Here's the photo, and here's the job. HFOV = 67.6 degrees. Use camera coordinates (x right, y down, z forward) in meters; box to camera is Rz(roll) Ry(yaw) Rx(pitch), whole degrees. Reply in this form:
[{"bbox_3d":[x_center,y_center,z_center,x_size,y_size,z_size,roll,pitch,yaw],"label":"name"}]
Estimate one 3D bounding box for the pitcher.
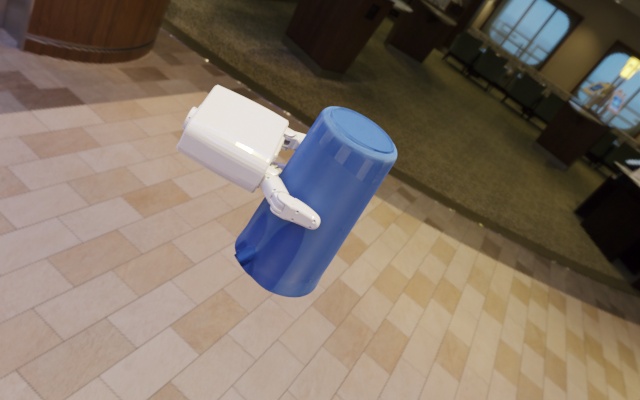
[{"bbox_3d":[0.000,0.002,0.638,0.145,0.243,0.149,28,29,-10],"label":"pitcher"}]
